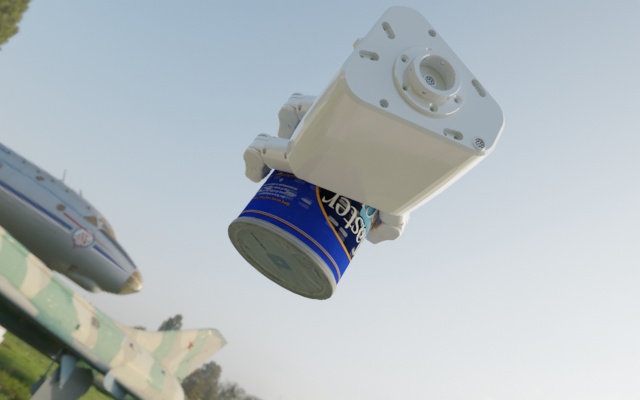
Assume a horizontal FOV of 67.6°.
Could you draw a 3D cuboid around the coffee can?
[{"bbox_3d":[0.000,0.002,0.425,0.103,0.140,0.103,26,-29,16],"label":"coffee can"}]
